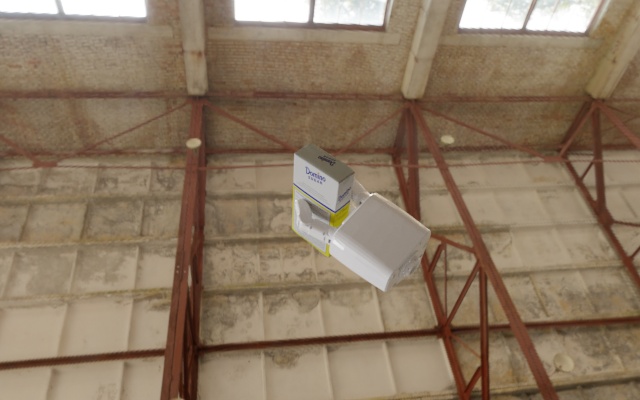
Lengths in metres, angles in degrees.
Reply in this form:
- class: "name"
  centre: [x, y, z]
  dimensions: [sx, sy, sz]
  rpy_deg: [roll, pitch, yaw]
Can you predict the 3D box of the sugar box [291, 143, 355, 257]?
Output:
- class: "sugar box"
  centre: [0.001, 0.002, 0.770]
  dimensions: [0.093, 0.176, 0.048]
  rpy_deg: [35, 50, 25]
